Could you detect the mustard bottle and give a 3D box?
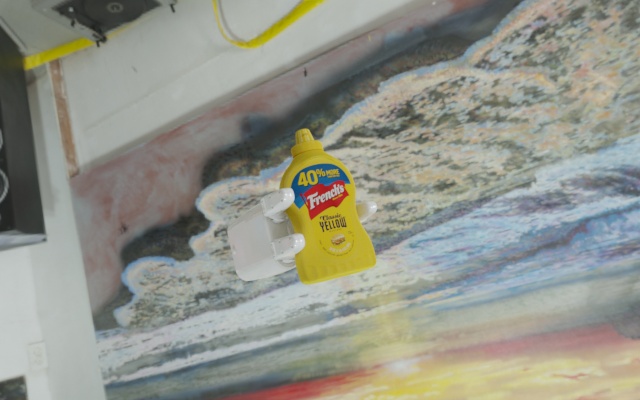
[{"bbox_3d":[0.000,0.002,0.597,0.096,0.191,0.058,-11,-11,-18],"label":"mustard bottle"}]
